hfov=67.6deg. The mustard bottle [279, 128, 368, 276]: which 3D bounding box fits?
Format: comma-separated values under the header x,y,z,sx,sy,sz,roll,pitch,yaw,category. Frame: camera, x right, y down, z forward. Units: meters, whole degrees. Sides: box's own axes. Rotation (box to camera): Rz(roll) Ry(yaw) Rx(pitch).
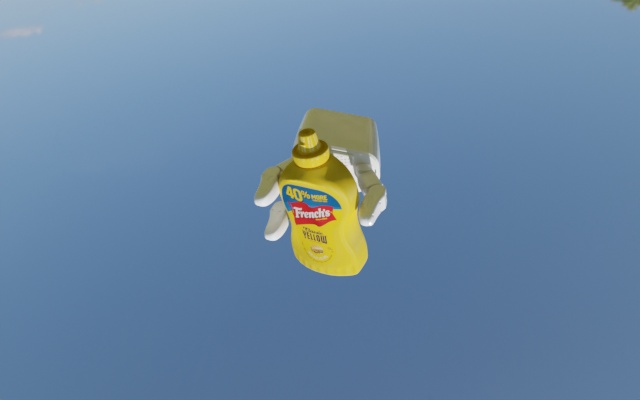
x,y,z,sx,sy,sz,roll,pitch,yaw,category
0.000,0.002,0.564,0.096,0.192,0.058,13,43,28,mustard bottle
